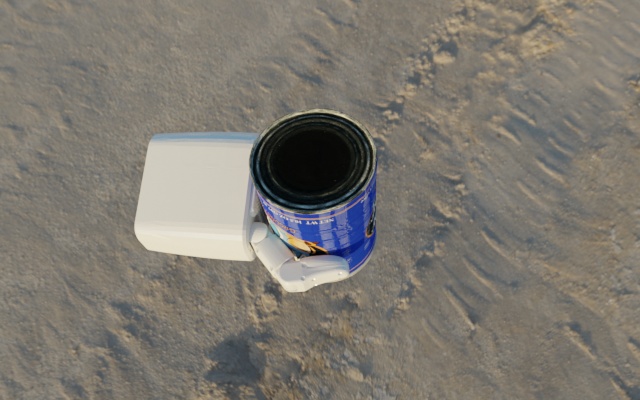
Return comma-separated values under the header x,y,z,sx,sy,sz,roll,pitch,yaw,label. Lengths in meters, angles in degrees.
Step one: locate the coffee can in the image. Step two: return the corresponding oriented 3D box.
x,y,z,sx,sy,sz,roll,pitch,yaw,label
0.000,0.002,0.436,0.103,0.102,0.140,0,-31,6,coffee can
